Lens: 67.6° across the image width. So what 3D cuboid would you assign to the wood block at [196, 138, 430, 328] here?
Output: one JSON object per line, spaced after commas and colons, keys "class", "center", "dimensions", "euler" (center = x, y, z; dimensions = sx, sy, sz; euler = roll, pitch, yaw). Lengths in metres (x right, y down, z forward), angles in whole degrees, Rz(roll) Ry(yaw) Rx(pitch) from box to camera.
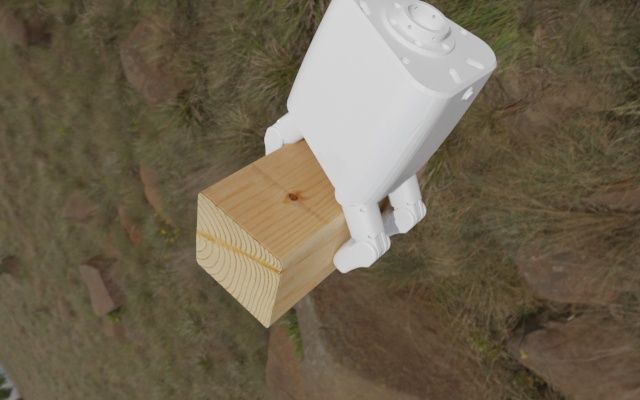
{"class": "wood block", "center": [0.000, 0.001, 0.428], "dimensions": [0.091, 0.090, 0.206], "euler": [38, 48, 21]}
